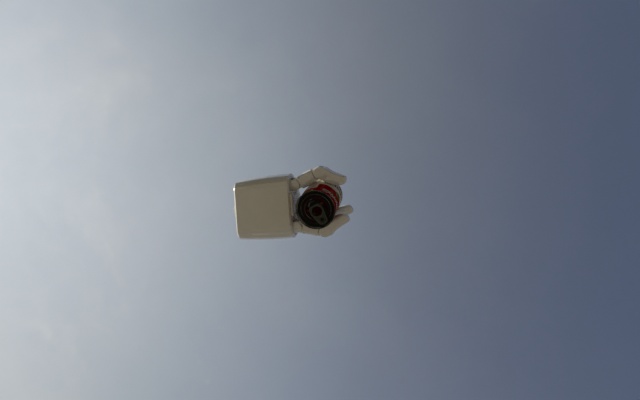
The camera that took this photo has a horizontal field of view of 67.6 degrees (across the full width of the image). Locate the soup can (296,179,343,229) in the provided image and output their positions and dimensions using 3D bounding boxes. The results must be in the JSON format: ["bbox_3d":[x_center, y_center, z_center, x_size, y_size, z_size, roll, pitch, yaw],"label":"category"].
[{"bbox_3d":[0.001,0.002,0.843,0.068,0.068,0.102,0,16,11],"label":"soup can"}]
